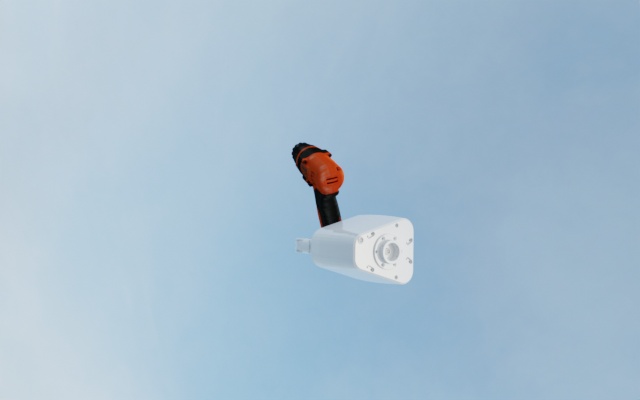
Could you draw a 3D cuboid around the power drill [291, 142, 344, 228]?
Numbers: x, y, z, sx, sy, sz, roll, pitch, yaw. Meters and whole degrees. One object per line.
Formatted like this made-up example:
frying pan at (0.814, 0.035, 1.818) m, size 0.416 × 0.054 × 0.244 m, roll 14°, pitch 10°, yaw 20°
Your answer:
power drill at (0.000, 0.003, 0.798) m, size 0.057 × 0.188 × 0.184 m, roll -16°, pitch 23°, yaw -10°
